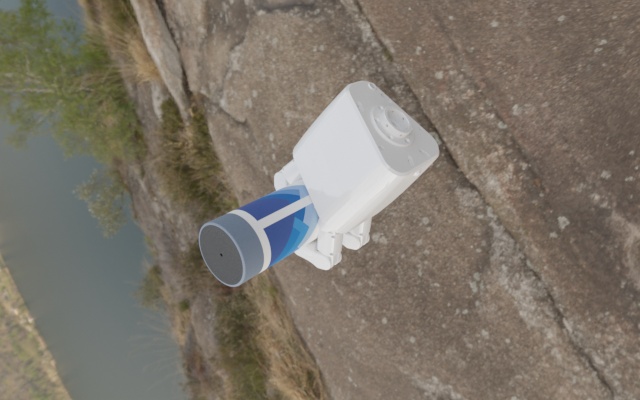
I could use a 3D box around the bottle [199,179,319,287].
[{"bbox_3d":[0.000,0.002,0.549,0.069,0.069,0.295,0,20,43],"label":"bottle"}]
